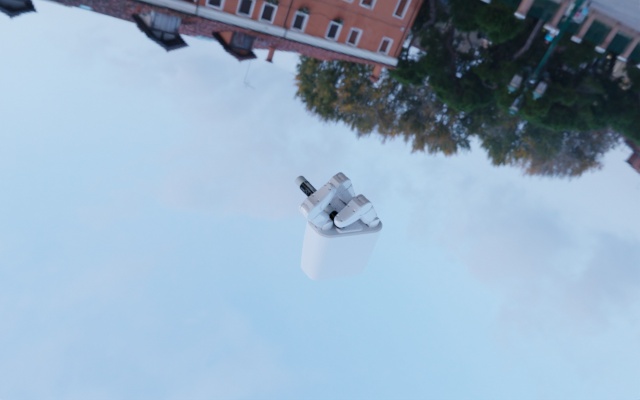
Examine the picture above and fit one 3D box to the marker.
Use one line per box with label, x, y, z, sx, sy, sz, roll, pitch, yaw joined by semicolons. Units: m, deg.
marker;0.000;0.002;0.736;0.020;0.020;0.121;0;36;-45
